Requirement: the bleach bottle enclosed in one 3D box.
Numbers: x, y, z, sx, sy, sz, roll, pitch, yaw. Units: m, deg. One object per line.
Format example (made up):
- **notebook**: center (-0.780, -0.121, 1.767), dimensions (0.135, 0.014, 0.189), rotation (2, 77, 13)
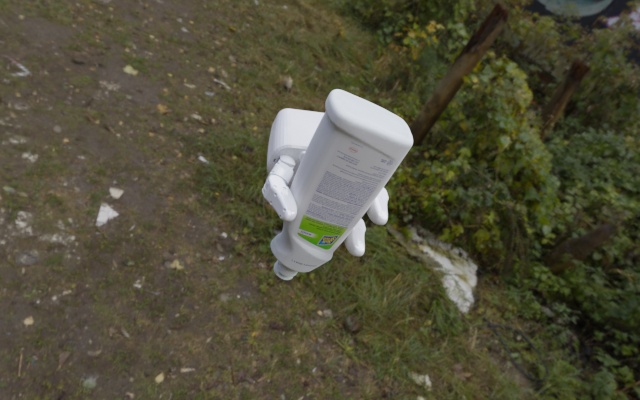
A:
- **bleach bottle**: center (0.000, 0.002, 0.559), dimensions (0.102, 0.251, 0.068), rotation (20, 35, -18)
